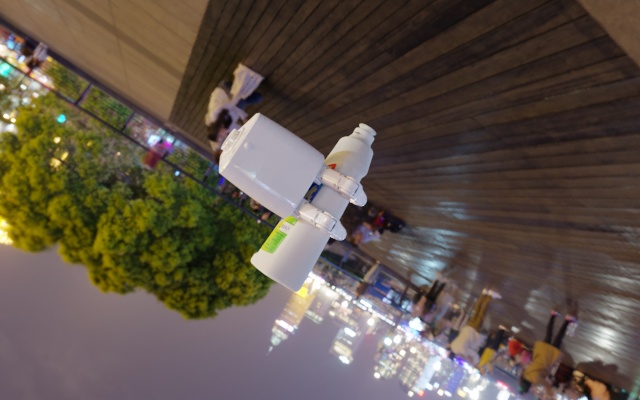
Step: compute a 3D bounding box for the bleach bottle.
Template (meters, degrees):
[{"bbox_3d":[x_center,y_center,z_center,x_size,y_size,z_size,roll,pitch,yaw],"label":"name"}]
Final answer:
[{"bbox_3d":[0.000,0.002,0.680,0.068,0.251,0.102,35,-8,-19],"label":"bleach bottle"}]
